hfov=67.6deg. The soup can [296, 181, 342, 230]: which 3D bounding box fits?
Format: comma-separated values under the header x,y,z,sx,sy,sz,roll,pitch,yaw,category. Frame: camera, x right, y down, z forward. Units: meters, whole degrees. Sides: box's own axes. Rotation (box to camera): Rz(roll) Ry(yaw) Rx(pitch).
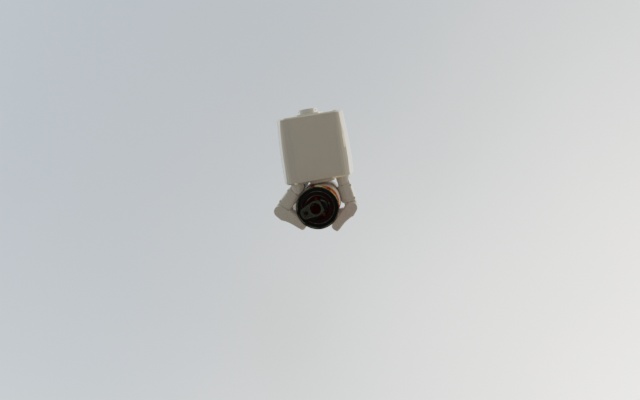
x,y,z,sx,sy,sz,roll,pitch,yaw,category
0.000,0.003,0.784,0.068,0.068,0.102,0,11,6,soup can
